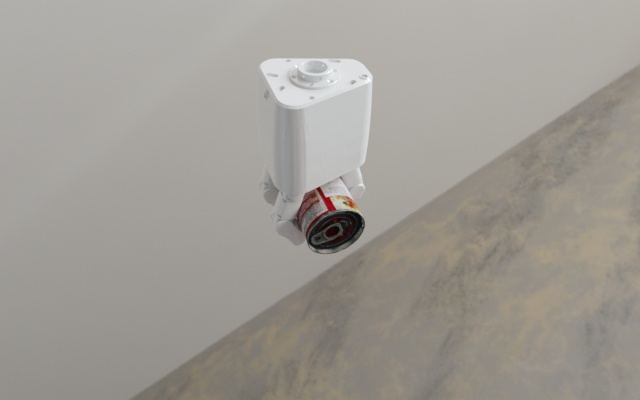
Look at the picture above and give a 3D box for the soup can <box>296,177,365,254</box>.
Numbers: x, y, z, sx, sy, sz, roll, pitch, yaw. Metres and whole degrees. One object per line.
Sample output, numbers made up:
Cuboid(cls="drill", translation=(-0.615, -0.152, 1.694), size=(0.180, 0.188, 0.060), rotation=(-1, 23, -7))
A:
Cuboid(cls="soup can", translation=(0.000, 0.002, 0.551), size=(0.068, 0.068, 0.102), rotation=(0, 42, -28))
